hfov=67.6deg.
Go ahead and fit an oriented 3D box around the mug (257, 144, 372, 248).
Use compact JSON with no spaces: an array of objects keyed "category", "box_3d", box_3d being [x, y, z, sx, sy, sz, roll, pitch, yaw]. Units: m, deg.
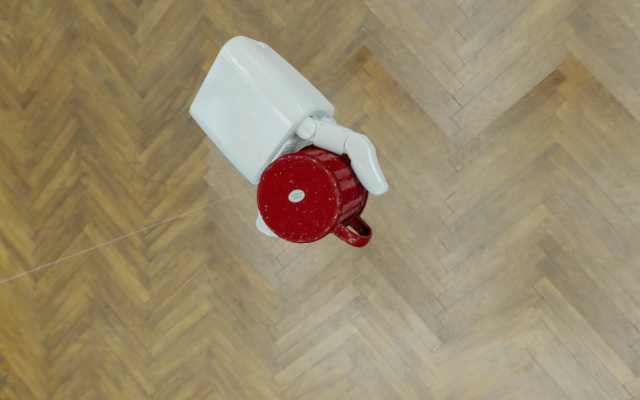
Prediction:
[{"category":"mug","box_3d":[0.001,0.003,0.450,0.093,0.117,0.081,-48,-7,19]}]
